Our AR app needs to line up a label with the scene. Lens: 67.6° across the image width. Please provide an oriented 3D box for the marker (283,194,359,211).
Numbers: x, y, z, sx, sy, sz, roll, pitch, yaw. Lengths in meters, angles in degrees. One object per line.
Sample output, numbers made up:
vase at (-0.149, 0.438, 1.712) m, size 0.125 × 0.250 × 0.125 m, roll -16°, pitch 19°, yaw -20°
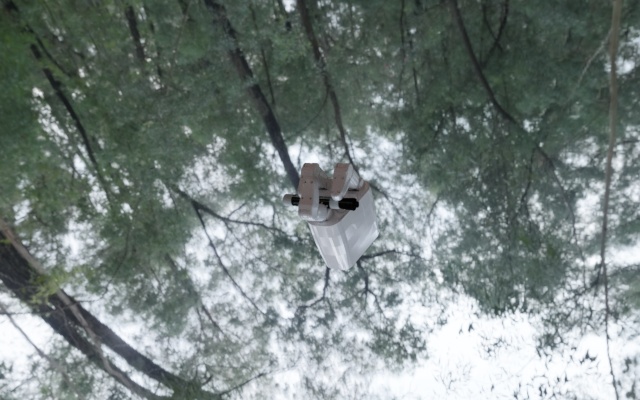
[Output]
marker at (0.000, 0.002, 0.708) m, size 0.121 × 0.020 × 0.020 m, roll 4°, pitch 2°, yaw 27°
